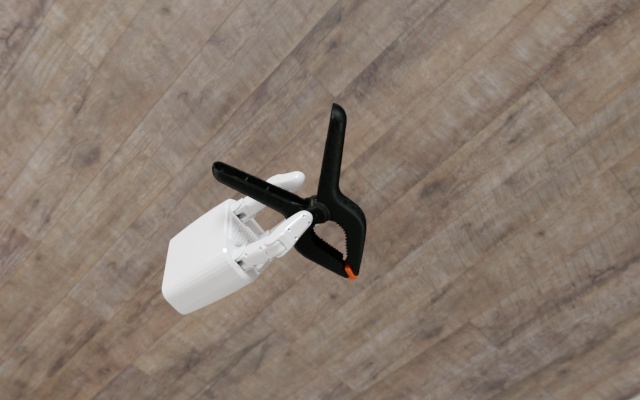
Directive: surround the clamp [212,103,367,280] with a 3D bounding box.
[{"bbox_3d":[0.000,0.003,0.546,0.164,0.210,0.036,-30,21,20],"label":"clamp"}]
